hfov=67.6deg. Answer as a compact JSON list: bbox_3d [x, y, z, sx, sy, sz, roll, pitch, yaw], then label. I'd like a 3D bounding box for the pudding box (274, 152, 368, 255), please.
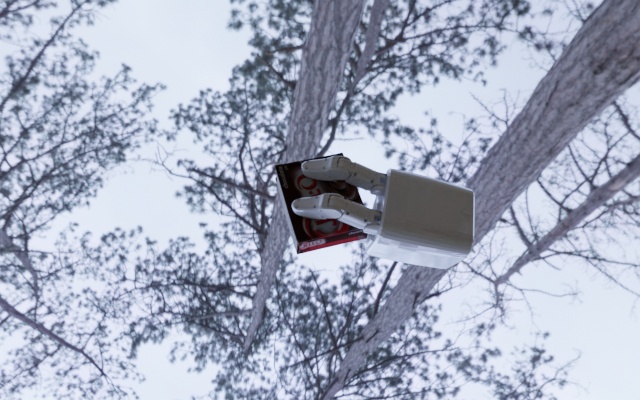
[{"bbox_3d":[0.000,0.002,0.580,0.090,0.113,0.039,-12,-32,-13],"label":"pudding box"}]
